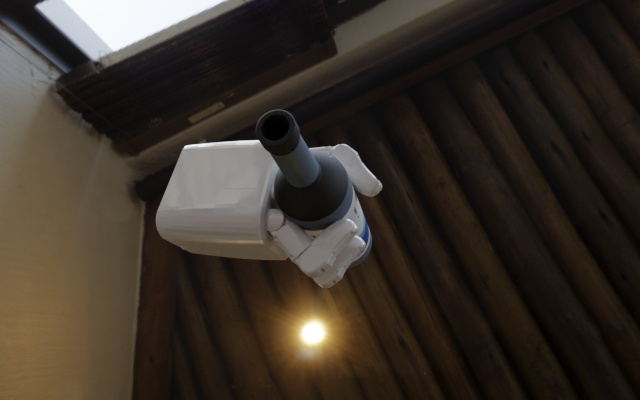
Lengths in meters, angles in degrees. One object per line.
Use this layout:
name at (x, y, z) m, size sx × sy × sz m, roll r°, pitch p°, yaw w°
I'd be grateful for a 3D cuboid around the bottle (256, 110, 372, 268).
bottle at (0.000, 0.002, 0.447) m, size 0.069 × 0.069 × 0.296 m, roll 0°, pitch -19°, yaw 12°
